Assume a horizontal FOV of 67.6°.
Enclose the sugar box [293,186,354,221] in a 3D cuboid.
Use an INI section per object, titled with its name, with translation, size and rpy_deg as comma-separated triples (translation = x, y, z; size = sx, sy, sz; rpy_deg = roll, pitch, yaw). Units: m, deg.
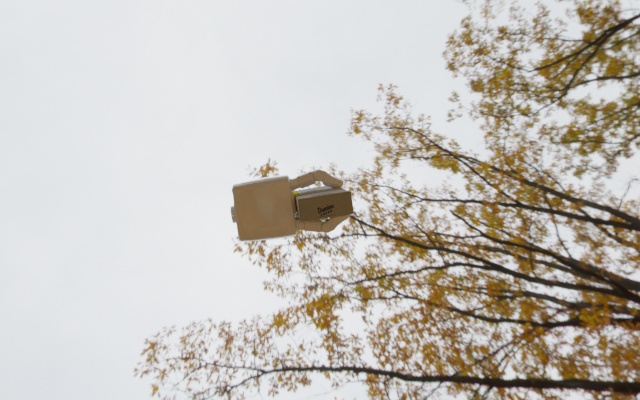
[sugar box]
translation = 0.000, 0.003, 0.879
size = 0.093, 0.048, 0.176
rpy_deg = -9, 8, -5
